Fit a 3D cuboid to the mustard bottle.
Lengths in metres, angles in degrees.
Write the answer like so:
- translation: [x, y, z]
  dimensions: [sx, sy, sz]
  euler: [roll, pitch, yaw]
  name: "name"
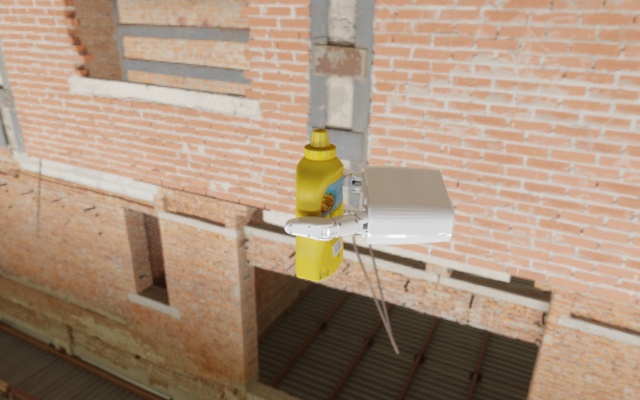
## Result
- translation: [0.000, 0.002, 0.626]
  dimensions: [0.058, 0.192, 0.096]
  euler: [10, 24, 22]
  name: "mustard bottle"
